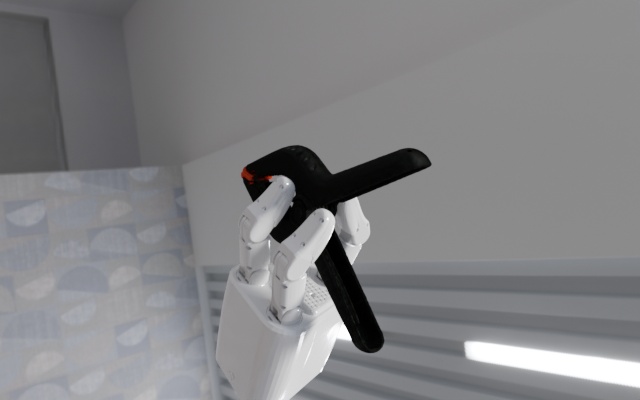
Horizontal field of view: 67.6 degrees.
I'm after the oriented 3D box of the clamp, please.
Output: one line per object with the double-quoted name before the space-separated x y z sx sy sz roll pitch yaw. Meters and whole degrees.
"clamp" 0.000 0.001 0.405 0.036 0.165 0.210 -6 33 -40
